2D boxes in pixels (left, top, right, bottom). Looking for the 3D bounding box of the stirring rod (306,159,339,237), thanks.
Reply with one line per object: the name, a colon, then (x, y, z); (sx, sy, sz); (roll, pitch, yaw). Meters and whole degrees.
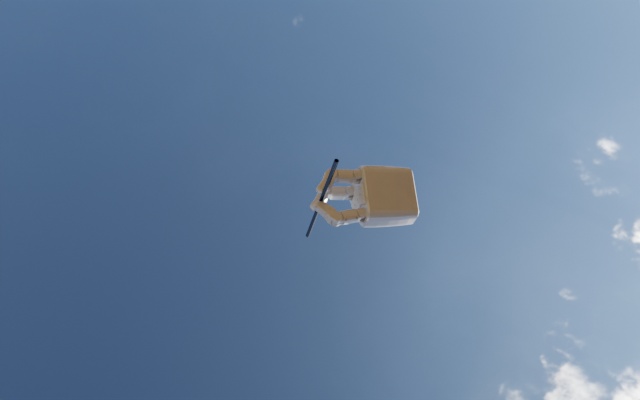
stirring rod: (0.000, 0.003, 0.886); (0.011, 0.011, 0.240); (0, -35, -16)
